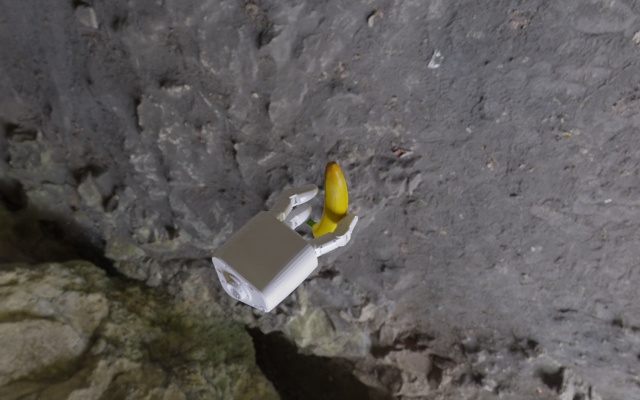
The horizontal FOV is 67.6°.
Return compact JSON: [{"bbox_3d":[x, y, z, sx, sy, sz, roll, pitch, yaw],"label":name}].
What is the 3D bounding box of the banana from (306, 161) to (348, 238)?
[{"bbox_3d":[0.012,0.017,0.766,0.037,0.069,0.198,-36,-17,-30],"label":"banana"}]
